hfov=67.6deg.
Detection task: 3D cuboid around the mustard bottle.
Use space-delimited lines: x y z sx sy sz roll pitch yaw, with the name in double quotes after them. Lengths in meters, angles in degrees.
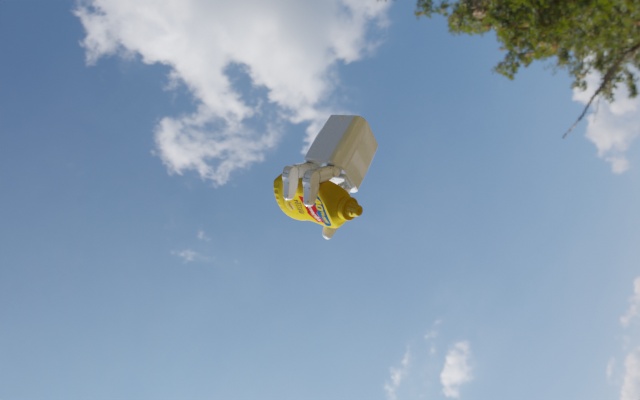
0.000 0.003 0.859 0.191 0.096 0.058 12 44 45 "mustard bottle"
